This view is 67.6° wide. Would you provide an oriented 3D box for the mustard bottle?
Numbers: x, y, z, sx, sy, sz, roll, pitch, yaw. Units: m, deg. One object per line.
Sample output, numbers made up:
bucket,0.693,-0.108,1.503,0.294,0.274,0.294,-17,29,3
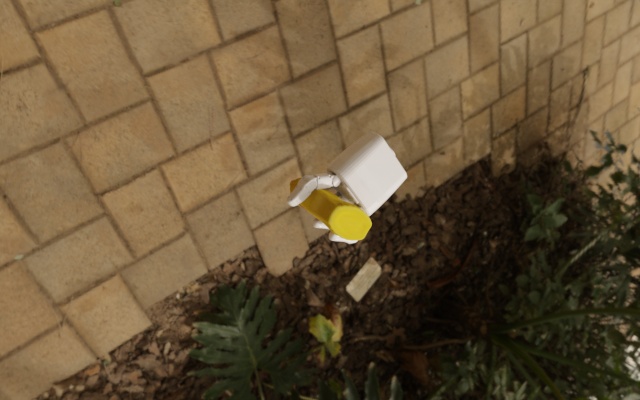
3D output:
mustard bottle,0.000,0.003,0.848,0.096,0.058,0.191,25,7,-41
